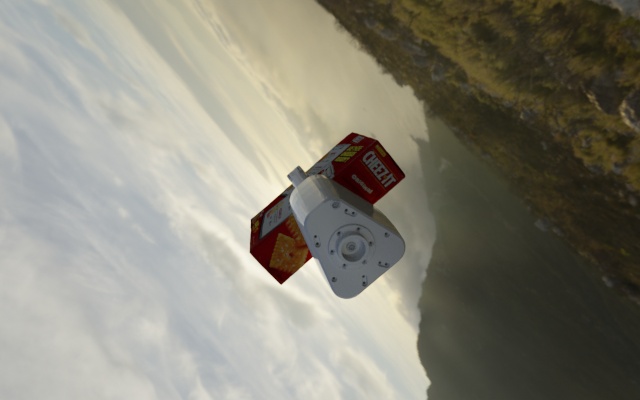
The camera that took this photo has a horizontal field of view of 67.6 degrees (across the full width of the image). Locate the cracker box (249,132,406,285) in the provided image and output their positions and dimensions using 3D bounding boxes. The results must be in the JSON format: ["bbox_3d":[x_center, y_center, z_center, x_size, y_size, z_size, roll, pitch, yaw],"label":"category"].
[{"bbox_3d":[0.000,0.002,0.673,0.214,0.072,0.164,-40,14,2],"label":"cracker box"}]
